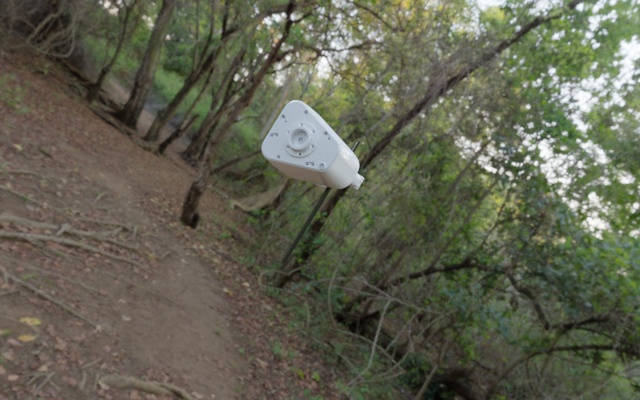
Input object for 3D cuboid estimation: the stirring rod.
[{"bbox_3d":[0.000,0.003,0.803,0.011,0.239,0.011,32,1,0],"label":"stirring rod"}]
